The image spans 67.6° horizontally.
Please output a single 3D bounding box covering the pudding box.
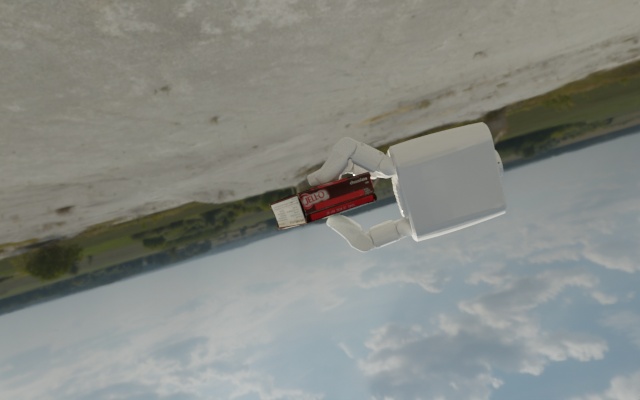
[{"bbox_3d":[0.000,0.002,0.556,0.090,0.039,0.113,-16,-2,-22],"label":"pudding box"}]
